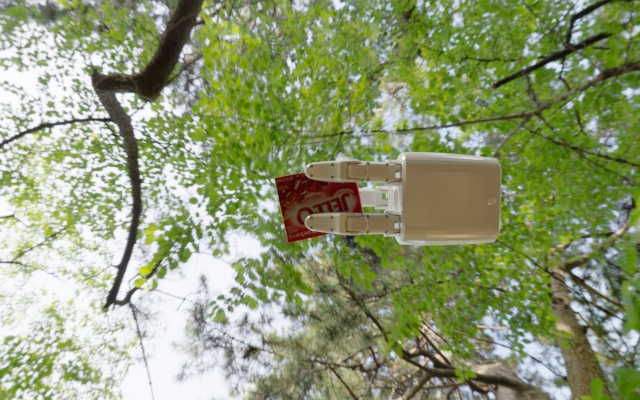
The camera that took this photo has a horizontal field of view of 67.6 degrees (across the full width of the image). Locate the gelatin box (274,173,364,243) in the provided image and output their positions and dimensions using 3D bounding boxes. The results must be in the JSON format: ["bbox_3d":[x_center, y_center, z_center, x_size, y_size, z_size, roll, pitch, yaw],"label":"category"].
[{"bbox_3d":[0.000,0.002,0.529,0.089,0.073,0.030,-12,0,3],"label":"gelatin box"}]
